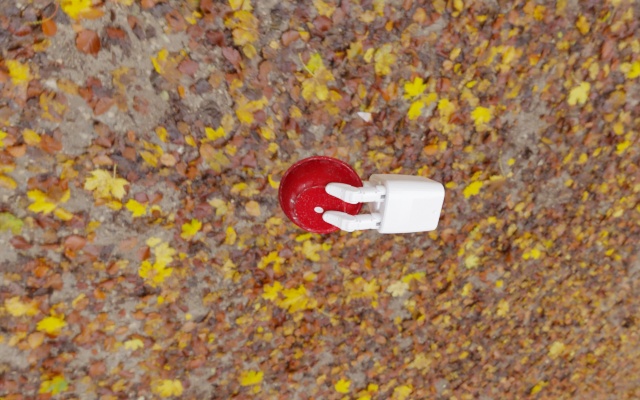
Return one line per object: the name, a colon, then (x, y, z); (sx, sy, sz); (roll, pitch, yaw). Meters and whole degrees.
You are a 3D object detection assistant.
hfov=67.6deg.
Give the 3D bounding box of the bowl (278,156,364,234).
bowl: (-0.001, 0.003, 0.867); (0.162, 0.162, 0.055); (0, 28, 3)
